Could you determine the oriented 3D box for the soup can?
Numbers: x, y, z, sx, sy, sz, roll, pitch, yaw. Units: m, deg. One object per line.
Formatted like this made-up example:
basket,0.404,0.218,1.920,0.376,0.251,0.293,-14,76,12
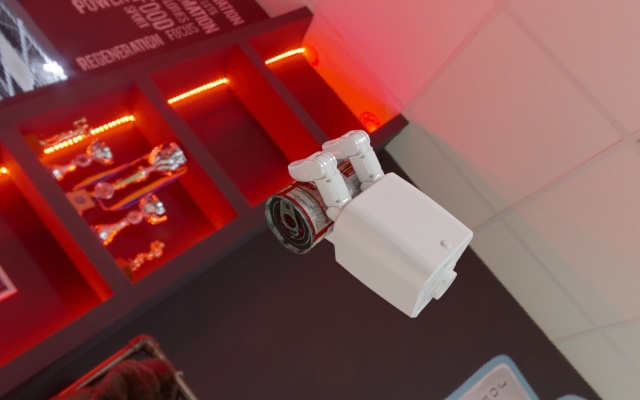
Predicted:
soup can,0.000,0.001,0.514,0.102,0.068,0.068,-35,22,-35
